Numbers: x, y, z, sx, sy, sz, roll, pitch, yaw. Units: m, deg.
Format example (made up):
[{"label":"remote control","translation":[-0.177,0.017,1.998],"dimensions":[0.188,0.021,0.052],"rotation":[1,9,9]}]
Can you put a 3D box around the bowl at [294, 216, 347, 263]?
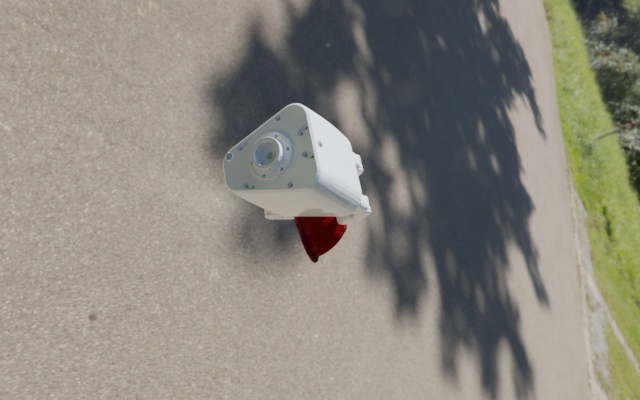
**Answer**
[{"label":"bowl","translation":[0.001,0.002,0.664],"dimensions":[0.055,0.162,0.162],"rotation":[-13,-2,7]}]
